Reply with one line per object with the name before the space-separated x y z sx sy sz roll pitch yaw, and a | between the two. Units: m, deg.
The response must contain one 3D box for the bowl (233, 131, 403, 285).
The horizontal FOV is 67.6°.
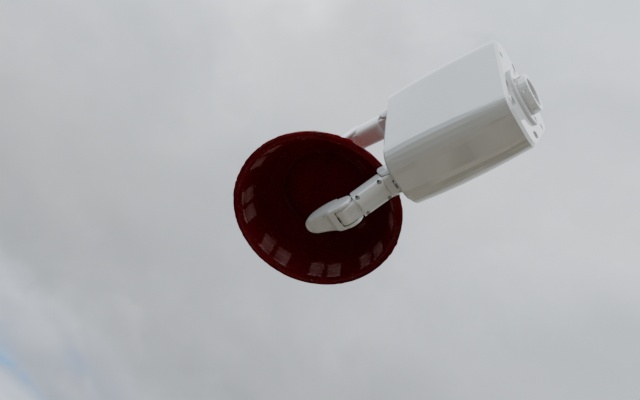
bowl | -0.001 0.002 0.469 0.162 0.162 0.055 0 26 12
